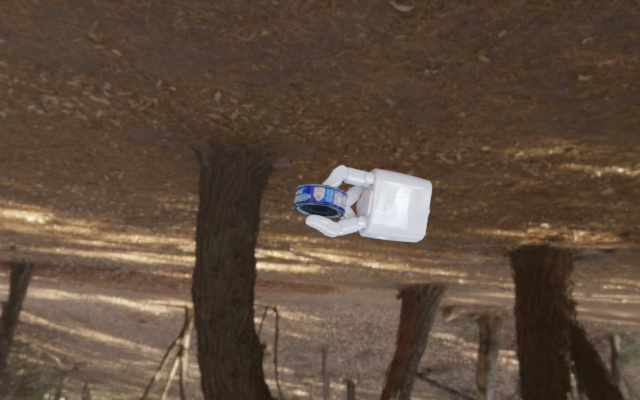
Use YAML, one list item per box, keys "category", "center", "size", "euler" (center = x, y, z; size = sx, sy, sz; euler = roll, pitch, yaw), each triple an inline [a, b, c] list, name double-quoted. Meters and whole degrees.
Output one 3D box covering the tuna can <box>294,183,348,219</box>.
- category: "tuna can"
  center: [0.000, 0.003, 0.776]
  size: [0.086, 0.033, 0.086]
  euler: [8, -17, 2]
